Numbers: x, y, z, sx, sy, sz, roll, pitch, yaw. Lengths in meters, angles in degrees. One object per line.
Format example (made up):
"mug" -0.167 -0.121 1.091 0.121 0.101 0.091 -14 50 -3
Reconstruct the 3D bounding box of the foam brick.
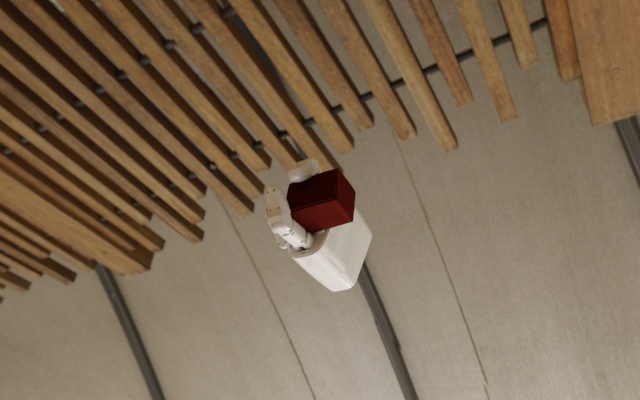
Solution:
"foam brick" 0.000 0.002 0.616 0.078 0.053 0.051 -16 -45 27
